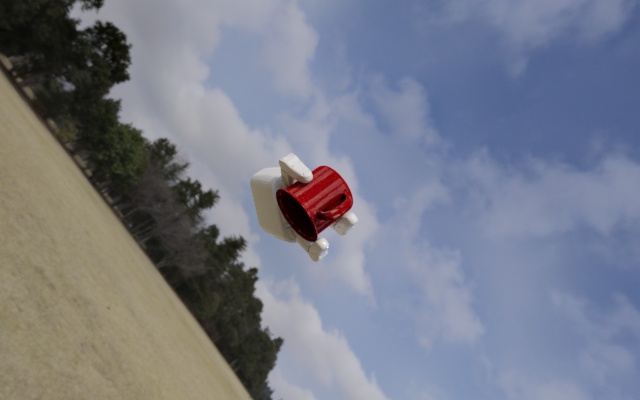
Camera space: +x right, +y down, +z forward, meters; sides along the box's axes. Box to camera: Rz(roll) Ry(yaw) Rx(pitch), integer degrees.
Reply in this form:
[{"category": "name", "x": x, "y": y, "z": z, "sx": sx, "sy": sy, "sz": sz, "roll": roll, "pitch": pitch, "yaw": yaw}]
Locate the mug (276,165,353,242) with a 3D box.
[{"category": "mug", "x": 0.001, "y": 0.002, "z": 0.698, "sx": 0.081, "sy": 0.093, "sz": 0.117, "roll": -36, "pitch": 23, "yaw": -23}]
